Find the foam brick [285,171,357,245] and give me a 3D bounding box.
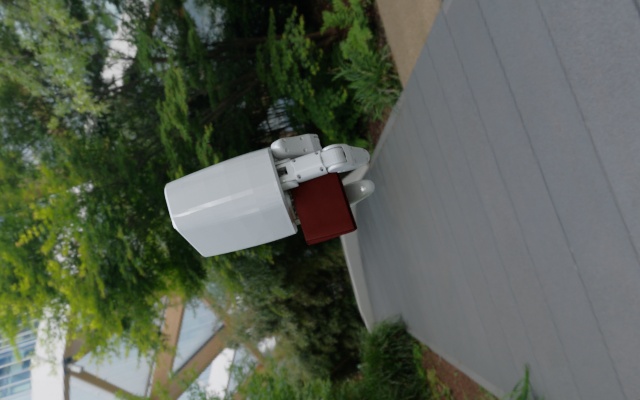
[{"bbox_3d":[0.000,0.002,0.484,0.051,0.078,0.053,-17,-9,-2],"label":"foam brick"}]
